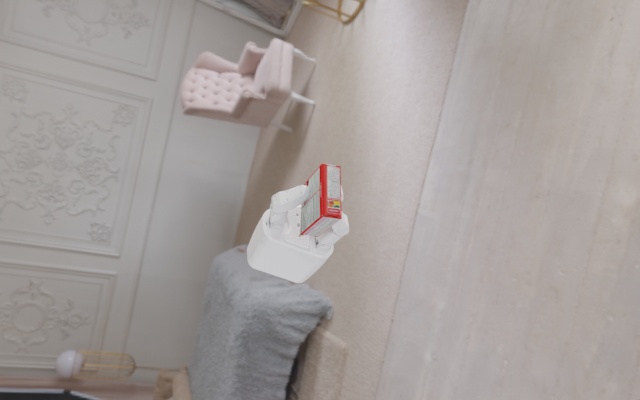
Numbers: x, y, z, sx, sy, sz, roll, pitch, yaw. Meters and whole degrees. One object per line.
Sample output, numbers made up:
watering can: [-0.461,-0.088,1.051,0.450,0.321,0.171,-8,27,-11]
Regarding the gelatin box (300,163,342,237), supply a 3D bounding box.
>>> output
gelatin box: [0.000,0.002,0.639,0.030,0.073,0.089,8,-23,-18]
